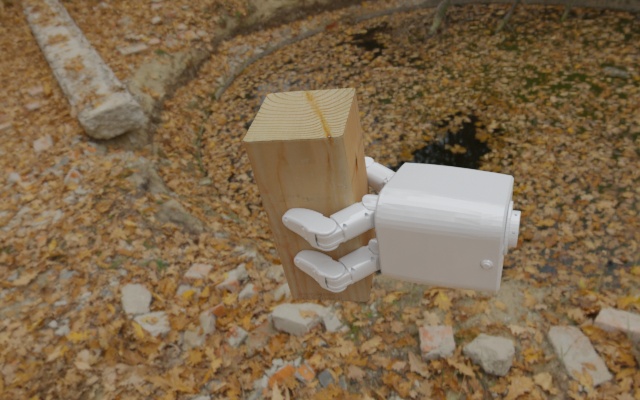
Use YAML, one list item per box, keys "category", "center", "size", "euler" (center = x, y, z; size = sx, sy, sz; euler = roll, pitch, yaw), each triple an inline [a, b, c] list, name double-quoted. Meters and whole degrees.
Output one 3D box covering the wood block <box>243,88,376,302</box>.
- category: "wood block"
  center: [0.000, 0.001, 0.488]
  size: [0.090, 0.206, 0.090]
  euler: [-1, 39, 14]
